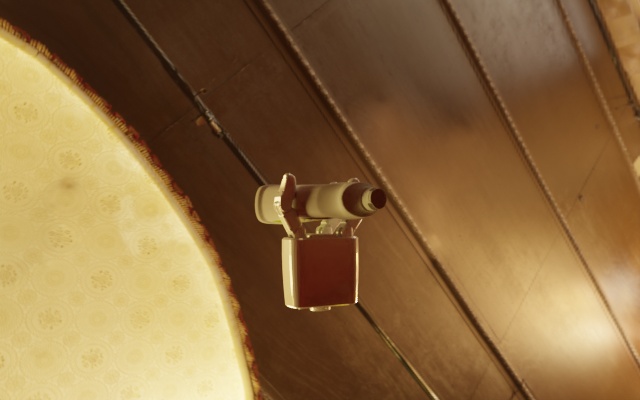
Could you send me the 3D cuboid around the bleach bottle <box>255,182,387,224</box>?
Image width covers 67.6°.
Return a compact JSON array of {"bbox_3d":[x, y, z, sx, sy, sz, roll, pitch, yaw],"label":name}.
[{"bbox_3d":[0.000,0.002,0.737,0.102,0.068,0.251,2,-4,-35],"label":"bleach bottle"}]
